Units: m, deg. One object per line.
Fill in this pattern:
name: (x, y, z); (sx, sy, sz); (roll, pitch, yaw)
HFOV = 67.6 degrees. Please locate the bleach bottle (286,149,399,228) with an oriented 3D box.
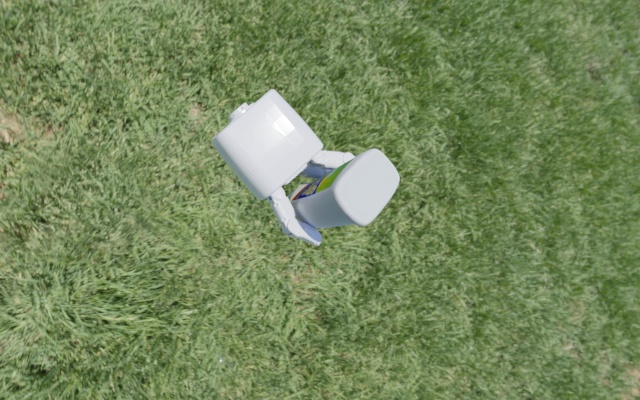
bleach bottle: (0.000, 0.002, 0.684); (0.102, 0.068, 0.251); (-48, 14, -28)
